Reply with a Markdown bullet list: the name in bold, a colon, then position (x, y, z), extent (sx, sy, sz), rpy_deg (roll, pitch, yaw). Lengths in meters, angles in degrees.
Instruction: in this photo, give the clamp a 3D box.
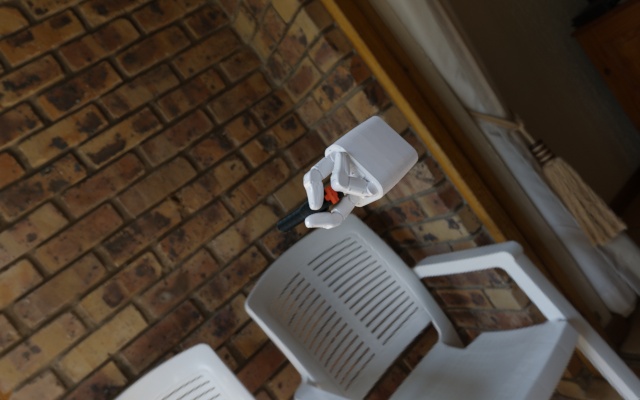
- **clamp**: position (0.000, 0.002, 0.811), extent (0.120, 0.039, 0.171), rpy_deg (-40, 6, -29)
